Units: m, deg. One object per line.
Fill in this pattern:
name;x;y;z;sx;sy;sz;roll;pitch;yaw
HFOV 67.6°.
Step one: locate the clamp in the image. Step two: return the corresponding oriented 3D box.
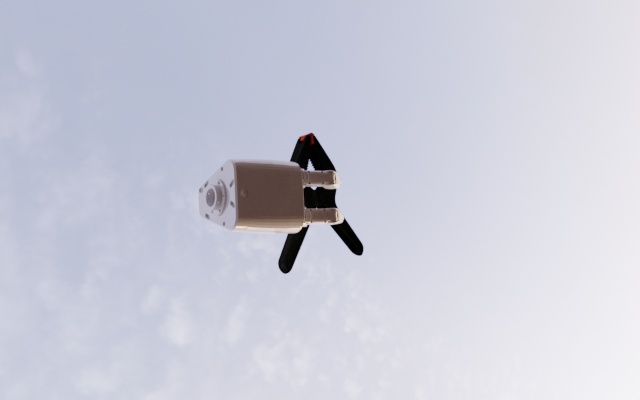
clamp;-0.001;0.002;0.740;0.164;0.210;0.036;2;-8;-41
